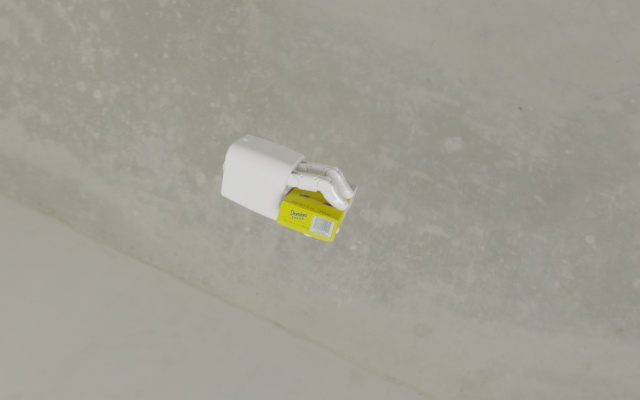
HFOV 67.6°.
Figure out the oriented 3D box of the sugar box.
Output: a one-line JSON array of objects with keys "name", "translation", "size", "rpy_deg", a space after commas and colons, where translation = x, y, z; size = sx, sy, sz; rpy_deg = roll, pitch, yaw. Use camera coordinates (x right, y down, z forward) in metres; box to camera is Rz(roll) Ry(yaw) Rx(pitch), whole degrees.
[{"name": "sugar box", "translation": [0.000, 0.002, 0.793], "size": [0.093, 0.048, 0.176], "rpy_deg": [20, 26, 6]}]
